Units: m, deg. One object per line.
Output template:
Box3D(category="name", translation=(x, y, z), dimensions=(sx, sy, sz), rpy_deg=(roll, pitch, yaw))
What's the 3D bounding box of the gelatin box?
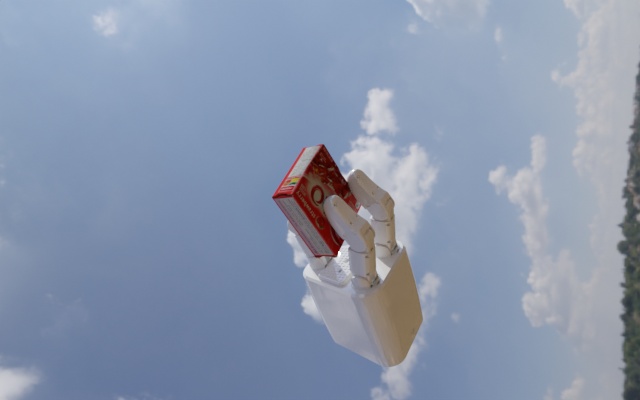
Box3D(category="gelatin box", translation=(0.000, 0.001, 0.472), dimensions=(0.030, 0.089, 0.073), rpy_deg=(-6, 41, 38))
